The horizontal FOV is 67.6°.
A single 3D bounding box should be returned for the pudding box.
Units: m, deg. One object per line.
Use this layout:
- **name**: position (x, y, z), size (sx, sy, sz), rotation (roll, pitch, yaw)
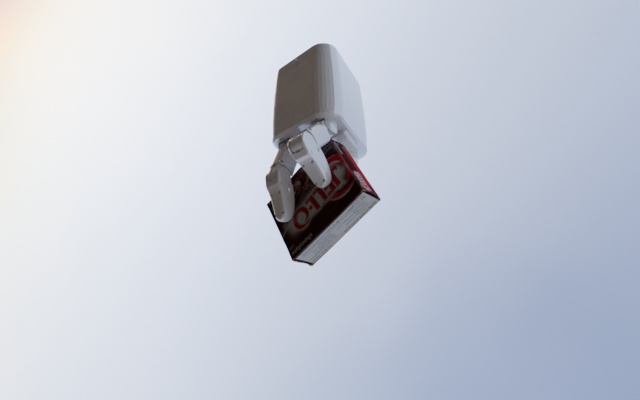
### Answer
- **pudding box**: position (0.000, 0.002, 0.524), size (0.039, 0.113, 0.090), rotation (22, 28, -42)
